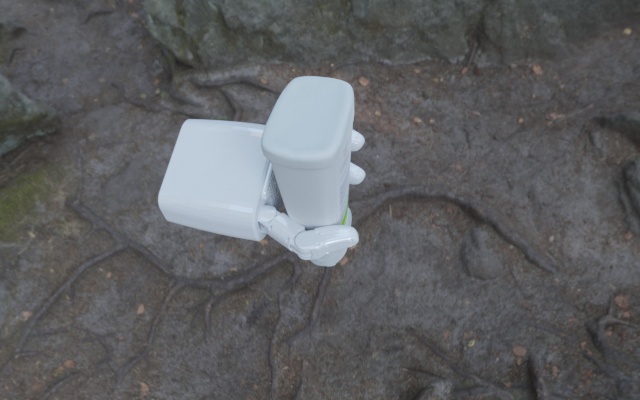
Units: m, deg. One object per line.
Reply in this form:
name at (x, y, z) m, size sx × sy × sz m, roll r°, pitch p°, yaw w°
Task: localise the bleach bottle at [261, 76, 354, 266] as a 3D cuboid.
bleach bottle at (0.000, 0.002, 0.491) m, size 0.068 × 0.102 × 0.251 m, roll 9°, pitch -35°, yaw 12°
